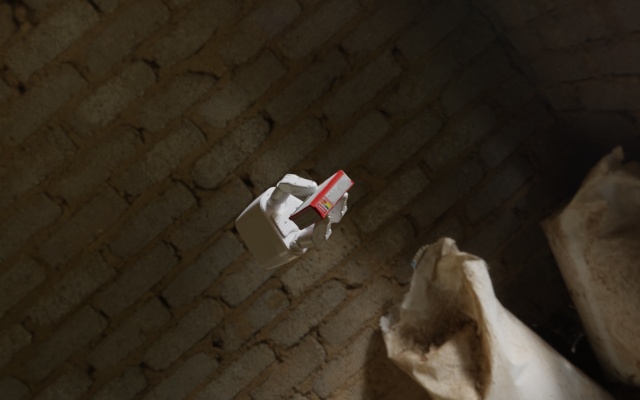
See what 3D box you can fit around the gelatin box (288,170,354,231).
[{"bbox_3d":[0.000,0.002,0.680,0.073,0.030,0.089,-48,7,-27],"label":"gelatin box"}]
